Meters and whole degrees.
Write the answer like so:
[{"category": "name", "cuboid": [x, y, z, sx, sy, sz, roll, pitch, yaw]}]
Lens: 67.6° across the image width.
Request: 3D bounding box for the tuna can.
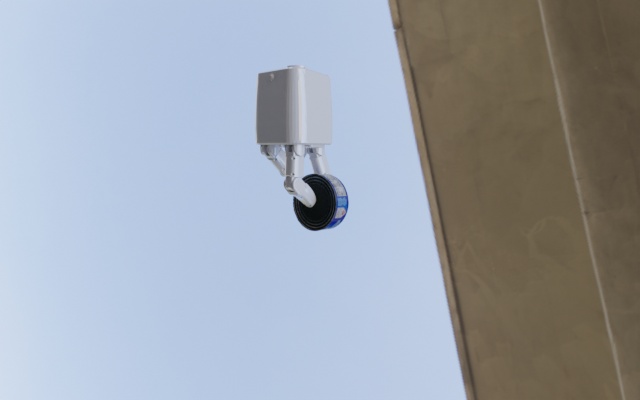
[{"category": "tuna can", "cuboid": [0.000, 0.002, 0.720, 0.086, 0.086, 0.034, 0, 2, 41]}]
